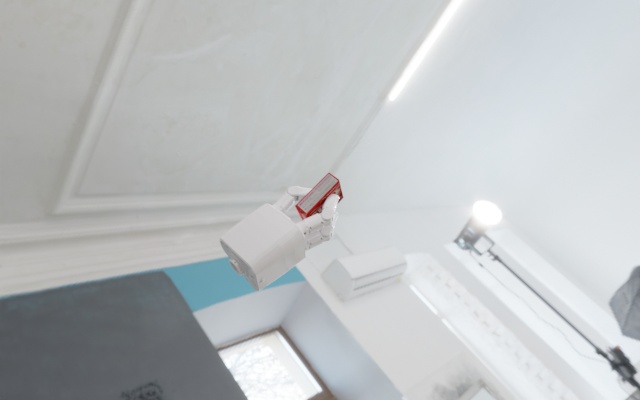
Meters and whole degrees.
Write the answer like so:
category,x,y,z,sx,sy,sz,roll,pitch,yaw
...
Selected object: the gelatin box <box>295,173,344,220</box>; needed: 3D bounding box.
category,x,y,z,sx,sy,sz,roll,pitch,yaw
gelatin box,0.000,0.002,0.859,0.030,0.089,0.073,39,-13,23
